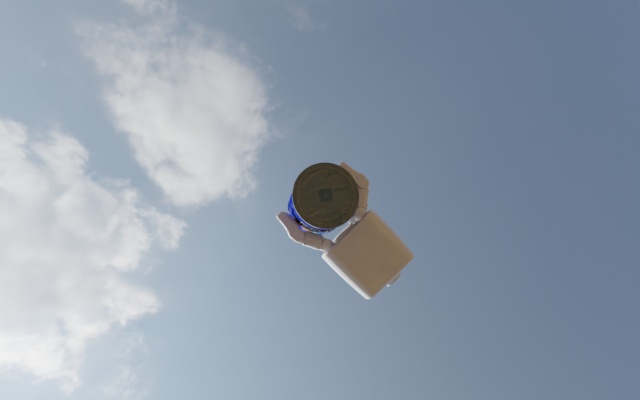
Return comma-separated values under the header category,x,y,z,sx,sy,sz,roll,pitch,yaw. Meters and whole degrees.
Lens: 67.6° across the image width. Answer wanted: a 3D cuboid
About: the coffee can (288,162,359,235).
category,x,y,z,sx,sy,sz,roll,pitch,yaw
coffee can,0.000,0.002,0.790,0.103,0.103,0.140,0,-9,-7
